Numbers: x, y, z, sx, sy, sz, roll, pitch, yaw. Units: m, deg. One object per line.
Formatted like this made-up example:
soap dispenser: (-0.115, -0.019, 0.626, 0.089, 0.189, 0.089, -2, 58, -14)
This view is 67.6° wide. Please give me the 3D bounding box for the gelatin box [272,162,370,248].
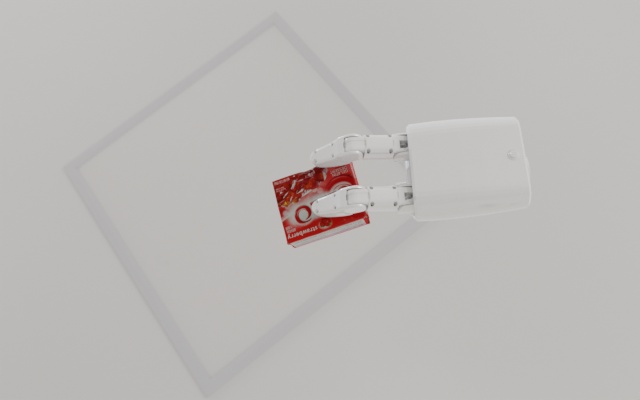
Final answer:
gelatin box: (0.000, 0.002, 0.508, 0.089, 0.073, 0.030, -19, -20, 9)
